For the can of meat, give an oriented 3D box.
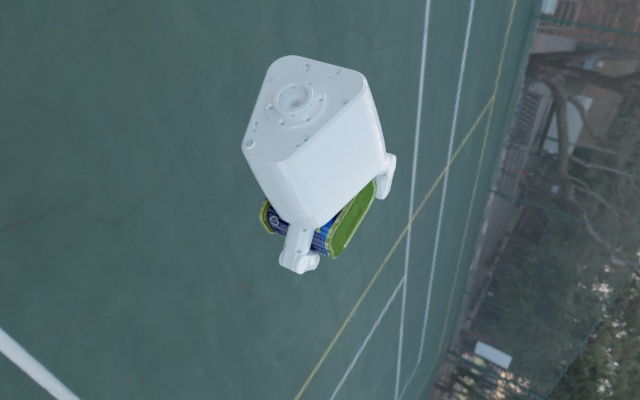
[{"bbox_3d":[0.000,0.002,0.505,0.084,0.102,0.057,22,-23,25],"label":"can of meat"}]
